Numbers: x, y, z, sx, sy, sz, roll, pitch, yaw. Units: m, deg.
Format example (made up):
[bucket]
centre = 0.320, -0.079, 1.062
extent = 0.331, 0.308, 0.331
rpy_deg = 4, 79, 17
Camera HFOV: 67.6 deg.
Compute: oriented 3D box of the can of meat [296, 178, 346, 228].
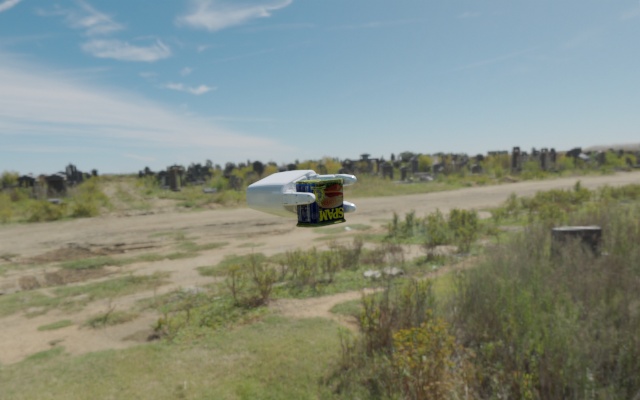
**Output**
[can of meat]
centre = 0.000, 0.003, 0.894
extent = 0.057, 0.084, 0.102
rpy_deg = 1, 5, 42
